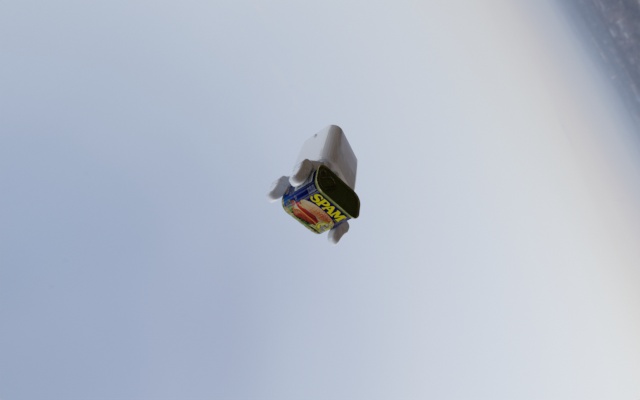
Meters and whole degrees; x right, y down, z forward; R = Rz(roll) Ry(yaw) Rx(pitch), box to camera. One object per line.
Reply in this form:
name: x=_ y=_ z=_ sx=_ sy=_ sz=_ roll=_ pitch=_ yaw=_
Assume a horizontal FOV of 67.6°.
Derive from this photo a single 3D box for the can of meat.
can of meat: x=0.000 y=0.003 z=0.775 sx=0.084 sy=0.057 sz=0.102 roll=-29 pitch=-55 yaw=34
